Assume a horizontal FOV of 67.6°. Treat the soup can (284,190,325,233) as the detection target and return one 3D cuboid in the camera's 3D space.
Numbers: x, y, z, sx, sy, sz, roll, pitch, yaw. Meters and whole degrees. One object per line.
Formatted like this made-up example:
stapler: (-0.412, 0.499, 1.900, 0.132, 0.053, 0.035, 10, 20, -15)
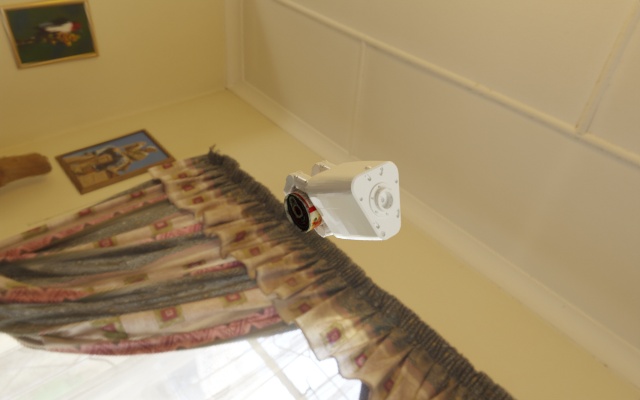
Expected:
soup can: (0.000, 0.003, 0.788, 0.102, 0.068, 0.068, -25, 14, -32)
